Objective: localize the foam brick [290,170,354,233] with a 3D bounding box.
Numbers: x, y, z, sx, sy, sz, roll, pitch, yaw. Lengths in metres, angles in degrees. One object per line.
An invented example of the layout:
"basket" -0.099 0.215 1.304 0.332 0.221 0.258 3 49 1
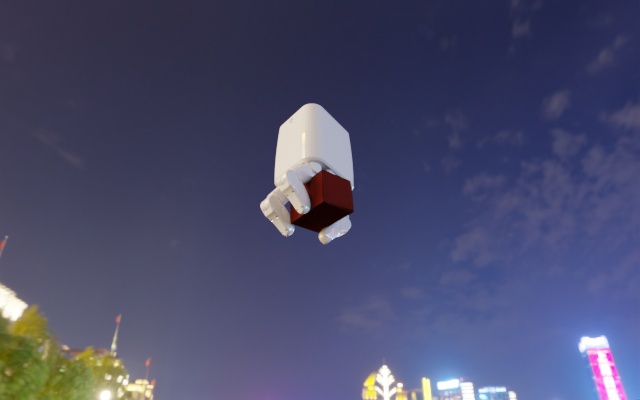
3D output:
"foam brick" 0.000 0.002 0.656 0.053 0.051 0.078 21 -37 -33
